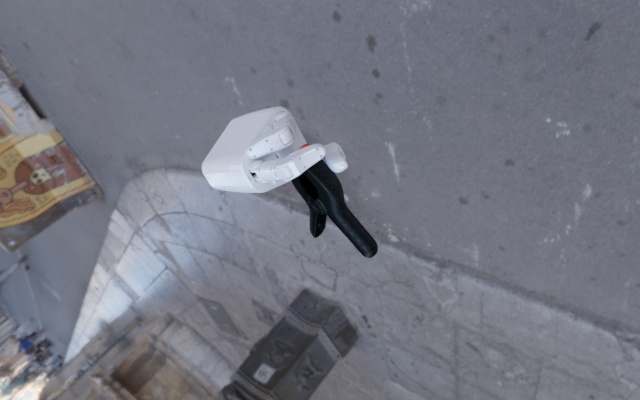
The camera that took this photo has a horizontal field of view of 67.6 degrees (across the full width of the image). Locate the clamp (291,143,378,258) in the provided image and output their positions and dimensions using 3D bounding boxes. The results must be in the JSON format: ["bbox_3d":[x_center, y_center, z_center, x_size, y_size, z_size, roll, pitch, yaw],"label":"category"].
[{"bbox_3d":[0.000,0.002,0.629,0.120,0.171,0.039,2,39,48],"label":"clamp"}]
